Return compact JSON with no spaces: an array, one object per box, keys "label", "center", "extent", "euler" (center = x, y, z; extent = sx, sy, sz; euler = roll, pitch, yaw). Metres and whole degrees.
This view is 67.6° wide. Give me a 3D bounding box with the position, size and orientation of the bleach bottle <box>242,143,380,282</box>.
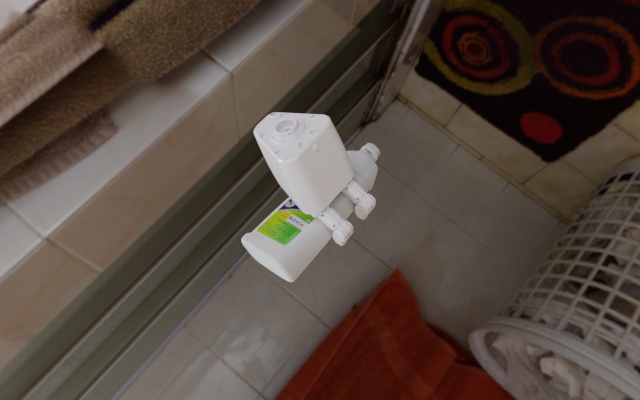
[{"label":"bleach bottle","center":[0.000,0.002,0.735],"extent":[0.102,0.250,0.068],"euler":[25,-25,39]}]
